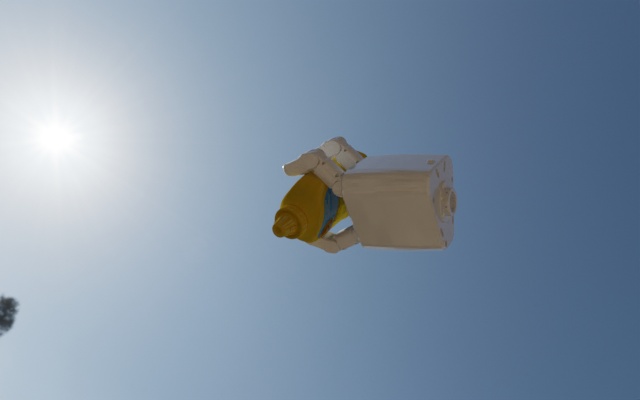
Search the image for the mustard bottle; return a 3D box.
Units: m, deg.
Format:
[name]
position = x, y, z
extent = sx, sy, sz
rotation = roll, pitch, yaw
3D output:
[mustard bottle]
position = 0.000, 0.002, 0.623
extent = 0.058, 0.096, 0.191
rotation = 25, 32, 21
